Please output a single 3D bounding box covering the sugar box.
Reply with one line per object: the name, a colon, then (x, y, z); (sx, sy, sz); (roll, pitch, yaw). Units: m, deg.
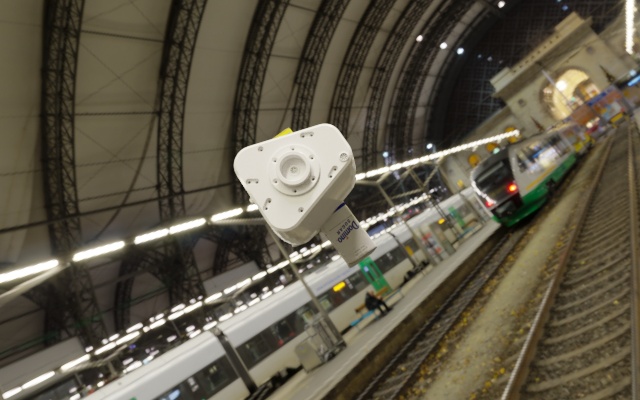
sugar box: (0.000, 0.002, 0.592); (0.048, 0.176, 0.093); (-34, -10, -2)
